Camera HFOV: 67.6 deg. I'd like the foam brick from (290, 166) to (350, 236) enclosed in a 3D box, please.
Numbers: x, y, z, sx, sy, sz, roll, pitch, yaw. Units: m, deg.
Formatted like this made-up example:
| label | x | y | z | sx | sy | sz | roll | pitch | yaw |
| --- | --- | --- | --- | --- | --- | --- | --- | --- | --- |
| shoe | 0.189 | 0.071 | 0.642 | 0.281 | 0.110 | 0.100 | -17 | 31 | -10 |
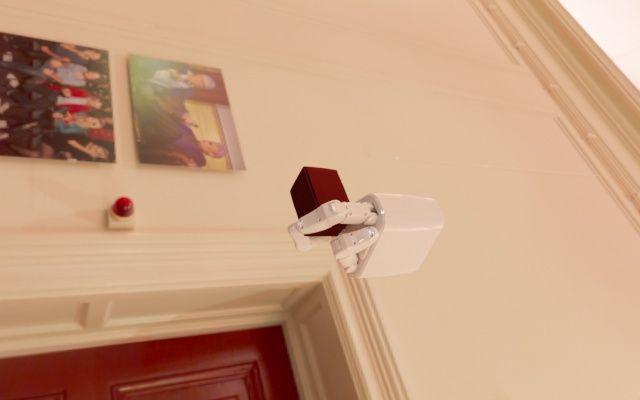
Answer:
| label | x | y | z | sx | sy | sz | roll | pitch | yaw |
| --- | --- | --- | --- | --- | --- | --- | --- | --- | --- |
| foam brick | 0.000 | 0.002 | 0.625 | 0.051 | 0.078 | 0.053 | 1 | -37 | -30 |
